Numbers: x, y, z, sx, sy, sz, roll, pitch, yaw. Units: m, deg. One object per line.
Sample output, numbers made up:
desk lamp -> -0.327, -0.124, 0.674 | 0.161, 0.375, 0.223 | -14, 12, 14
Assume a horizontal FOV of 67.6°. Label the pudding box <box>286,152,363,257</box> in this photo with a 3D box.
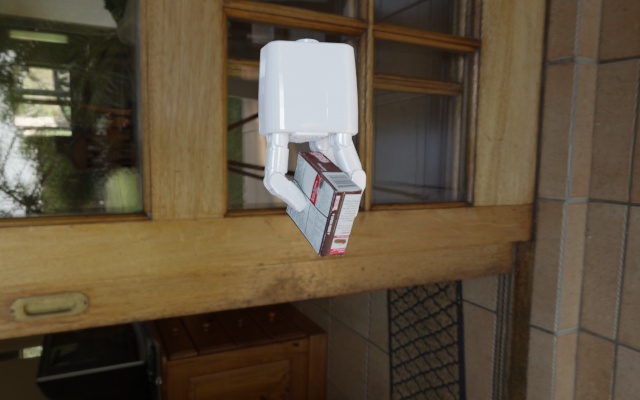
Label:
pudding box -> 0.000, 0.002, 0.586 | 0.039, 0.090, 0.113 | 0, 28, -26
